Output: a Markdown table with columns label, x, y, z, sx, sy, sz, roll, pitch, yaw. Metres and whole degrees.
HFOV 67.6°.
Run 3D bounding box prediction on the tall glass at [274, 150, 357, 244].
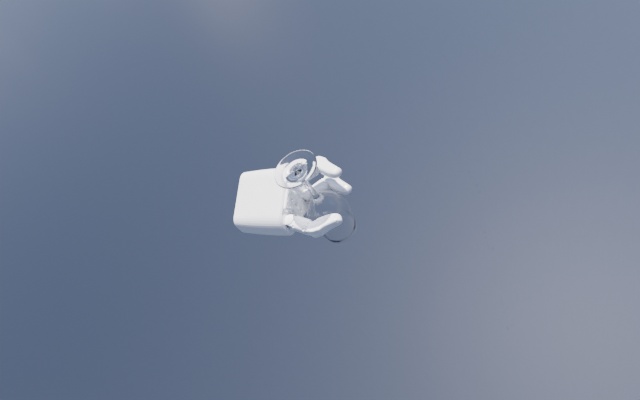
| label | x | y | z | sx | sy | sz | roll | pitch | yaw |
| --- | --- | --- | --- | --- | --- | --- | --- | --- | --- |
| tall glass | 0.000 | 0.002 | 0.821 | 0.079 | 0.079 | 0.201 | 0 | -32 | 29 |
